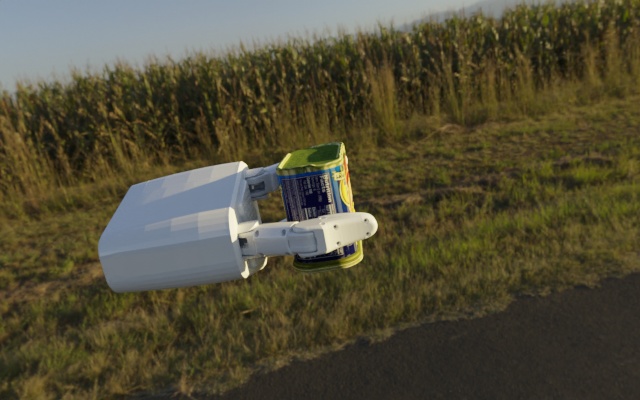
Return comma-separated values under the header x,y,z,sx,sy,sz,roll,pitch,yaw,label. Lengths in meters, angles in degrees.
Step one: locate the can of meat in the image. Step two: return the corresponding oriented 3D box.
x,y,z,sx,sy,sz,roll,pitch,yaw,label
0.000,0.001,0.402,0.057,0.084,0.102,-9,15,6,can of meat
